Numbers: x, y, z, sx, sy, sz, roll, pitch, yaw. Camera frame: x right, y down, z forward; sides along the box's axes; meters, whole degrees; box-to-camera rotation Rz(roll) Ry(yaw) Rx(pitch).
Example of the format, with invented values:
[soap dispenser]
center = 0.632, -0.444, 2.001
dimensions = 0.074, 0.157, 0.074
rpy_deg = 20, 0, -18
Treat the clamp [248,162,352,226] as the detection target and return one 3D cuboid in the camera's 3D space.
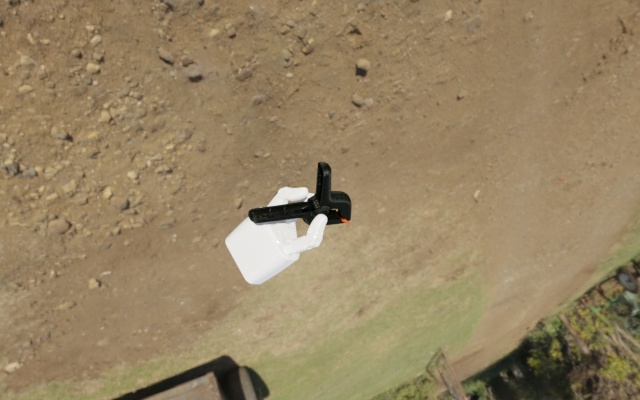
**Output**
[clamp]
center = 0.001, 0.004, 0.829
dimensions = 0.164, 0.036, 0.210
rpy_deg = -36, -30, 28
